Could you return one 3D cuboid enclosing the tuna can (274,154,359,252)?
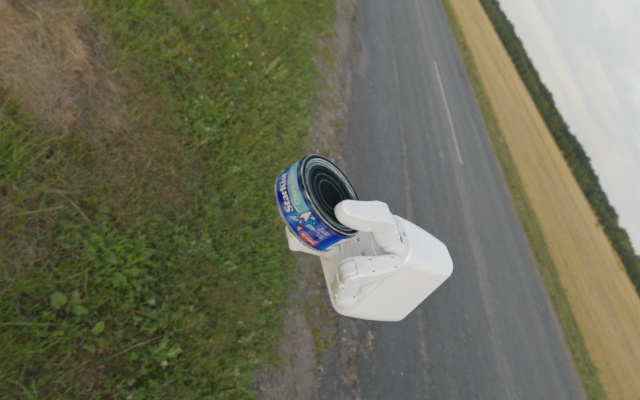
[{"bbox_3d":[0.000,0.001,0.435,0.034,0.086,0.086,-32,-18,31],"label":"tuna can"}]
